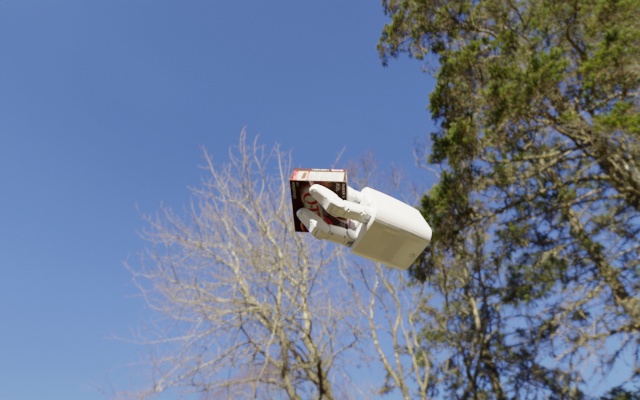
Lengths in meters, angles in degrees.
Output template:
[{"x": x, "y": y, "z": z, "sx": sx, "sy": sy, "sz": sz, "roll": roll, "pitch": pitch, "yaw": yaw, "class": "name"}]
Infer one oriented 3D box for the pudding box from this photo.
[{"x": 0.000, "y": 0.002, "z": 0.774, "sx": 0.090, "sy": 0.114, "sz": 0.039, "roll": 1, "pitch": 37, "yaw": 7, "class": "pudding box"}]
